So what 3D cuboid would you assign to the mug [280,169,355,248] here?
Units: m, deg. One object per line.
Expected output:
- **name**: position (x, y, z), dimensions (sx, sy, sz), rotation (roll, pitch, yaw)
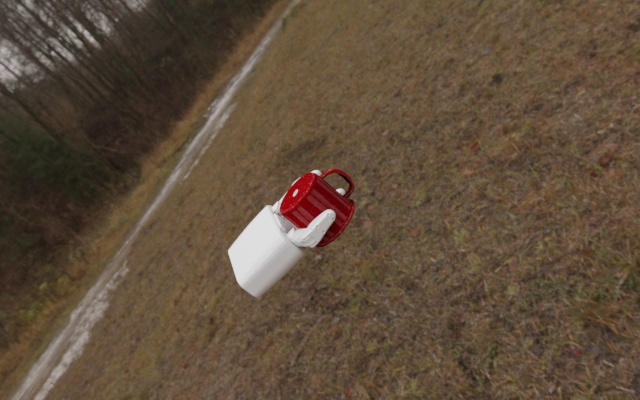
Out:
- **mug**: position (0.001, 0.001, 0.727), dimensions (0.081, 0.117, 0.093), rotation (40, 8, -20)
